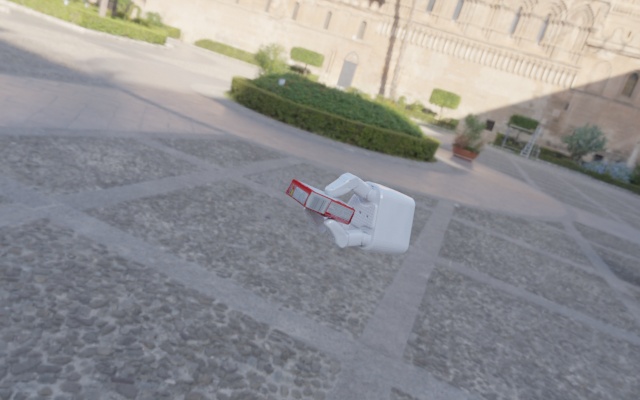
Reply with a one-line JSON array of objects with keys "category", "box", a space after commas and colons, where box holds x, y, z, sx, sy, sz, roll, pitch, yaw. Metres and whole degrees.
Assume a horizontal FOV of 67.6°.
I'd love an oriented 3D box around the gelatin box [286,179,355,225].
[{"category": "gelatin box", "box": [0.000, 0.002, 0.748, 0.089, 0.030, 0.073, 23, 6, -31]}]
